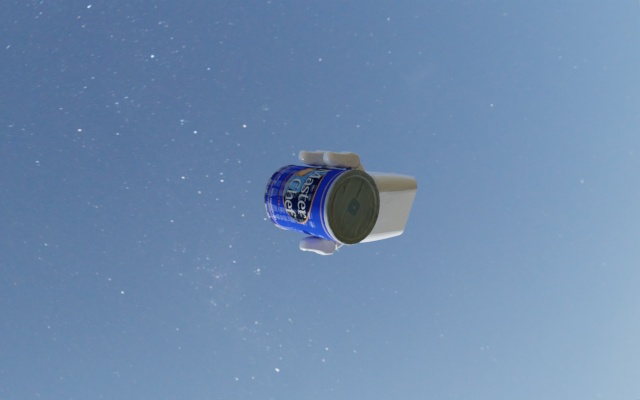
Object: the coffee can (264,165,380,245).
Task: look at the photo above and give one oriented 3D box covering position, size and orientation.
[{"bbox_3d":[0.000,0.002,0.694,0.103,0.103,0.140,0,6,-42],"label":"coffee can"}]
